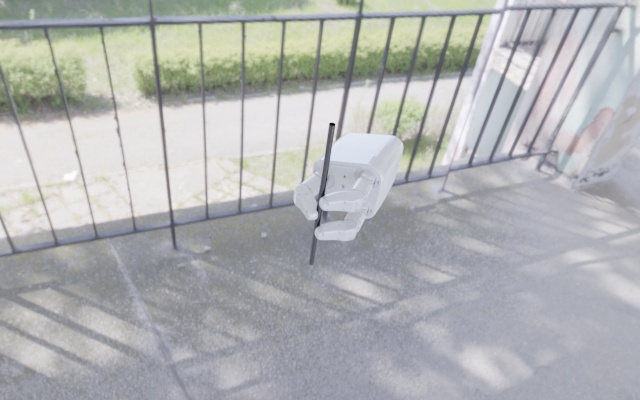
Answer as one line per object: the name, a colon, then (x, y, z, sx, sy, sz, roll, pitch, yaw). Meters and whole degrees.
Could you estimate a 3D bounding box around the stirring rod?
stirring rod: (0.000, 0.002, 0.635, 0.011, 0.240, 0.011, 5, 40, -4)
